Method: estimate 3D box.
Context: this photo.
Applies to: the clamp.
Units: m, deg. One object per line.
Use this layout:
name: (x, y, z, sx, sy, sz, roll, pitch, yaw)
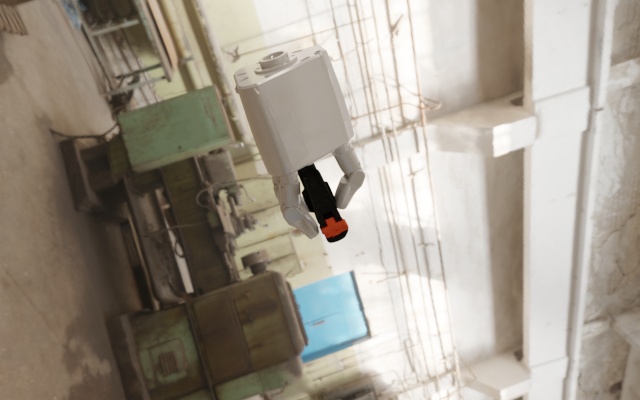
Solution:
clamp: (0.001, 0.002, 0.602, 0.036, 0.165, 0.210, -24, 30, -1)
